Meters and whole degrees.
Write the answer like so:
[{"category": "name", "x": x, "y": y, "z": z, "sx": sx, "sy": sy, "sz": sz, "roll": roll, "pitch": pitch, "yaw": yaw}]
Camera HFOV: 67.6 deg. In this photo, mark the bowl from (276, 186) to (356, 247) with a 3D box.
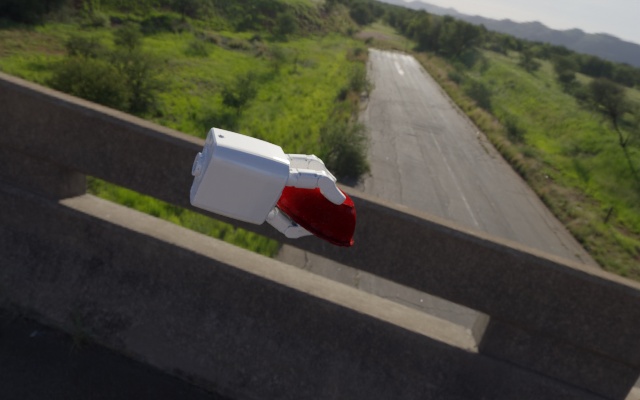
[{"category": "bowl", "x": 0.001, "y": 0.002, "z": 0.752, "sx": 0.162, "sy": 0.055, "sz": 0.162, "roll": 33, "pitch": 13, "yaw": -9}]
